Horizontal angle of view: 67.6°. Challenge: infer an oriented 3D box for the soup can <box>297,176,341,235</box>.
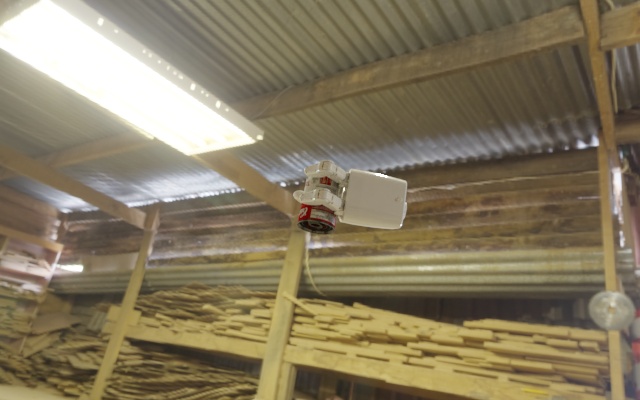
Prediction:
[{"bbox_3d":[0.000,0.003,0.872,0.068,0.102,0.068,9,-21,4],"label":"soup can"}]
